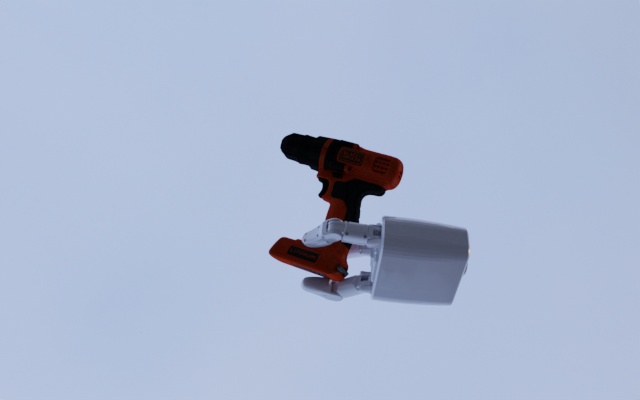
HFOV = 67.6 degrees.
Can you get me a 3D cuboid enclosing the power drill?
[{"bbox_3d":[0.000,0.003,0.651,0.184,0.187,0.057,17,-13,24],"label":"power drill"}]
